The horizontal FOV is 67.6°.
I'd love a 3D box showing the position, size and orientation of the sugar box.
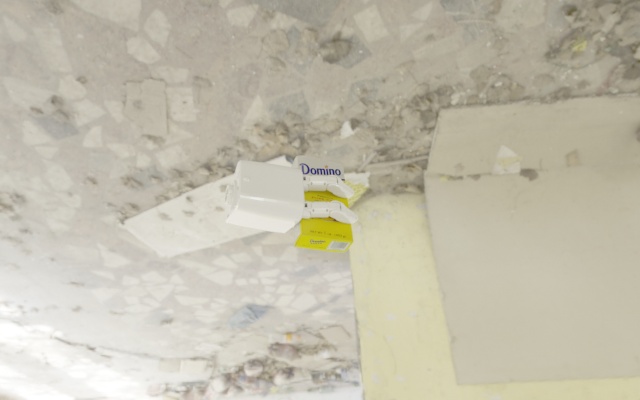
[{"bbox_3d":[0.000,0.002,0.831,0.093,0.176,0.048,9,-37,-20],"label":"sugar box"}]
